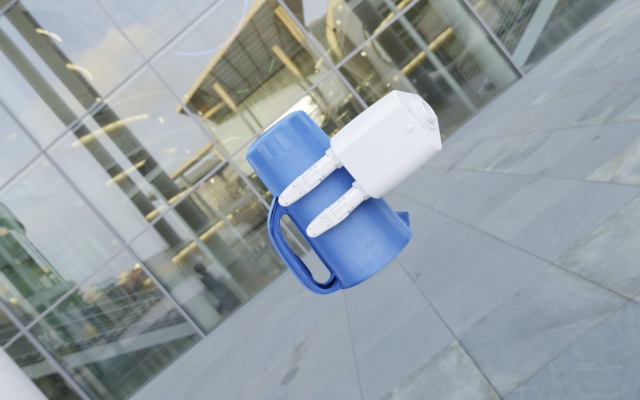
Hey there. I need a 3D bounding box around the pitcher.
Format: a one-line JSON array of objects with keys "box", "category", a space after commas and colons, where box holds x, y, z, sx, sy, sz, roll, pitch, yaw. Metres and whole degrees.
[{"box": [0.000, 0.002, 0.676, 0.145, 0.243, 0.149, -37, 4, 29], "category": "pitcher"}]
